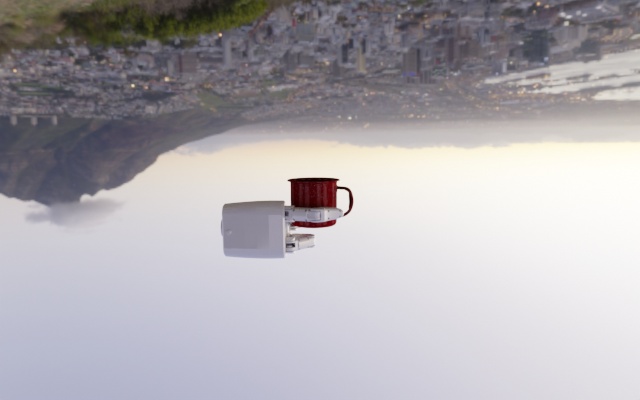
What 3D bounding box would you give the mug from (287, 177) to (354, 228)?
[{"bbox_3d":[0.002,0.003,0.843,0.117,0.081,0.093,0,7,2],"label":"mug"}]
